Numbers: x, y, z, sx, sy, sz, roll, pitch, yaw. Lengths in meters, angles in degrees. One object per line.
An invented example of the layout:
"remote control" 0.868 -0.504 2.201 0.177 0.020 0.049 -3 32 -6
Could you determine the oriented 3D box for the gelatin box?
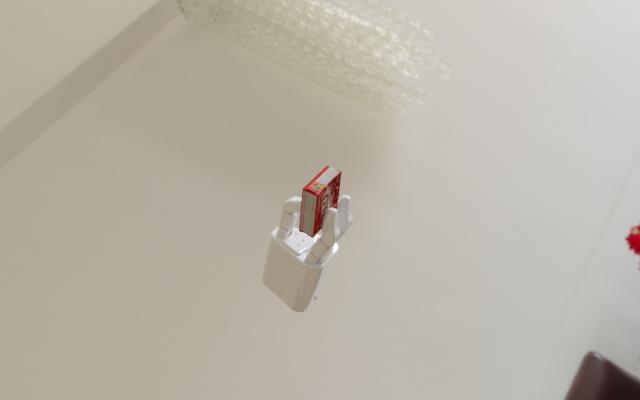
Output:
"gelatin box" 0.000 0.002 0.736 0.030 0.089 0.073 24 43 21
